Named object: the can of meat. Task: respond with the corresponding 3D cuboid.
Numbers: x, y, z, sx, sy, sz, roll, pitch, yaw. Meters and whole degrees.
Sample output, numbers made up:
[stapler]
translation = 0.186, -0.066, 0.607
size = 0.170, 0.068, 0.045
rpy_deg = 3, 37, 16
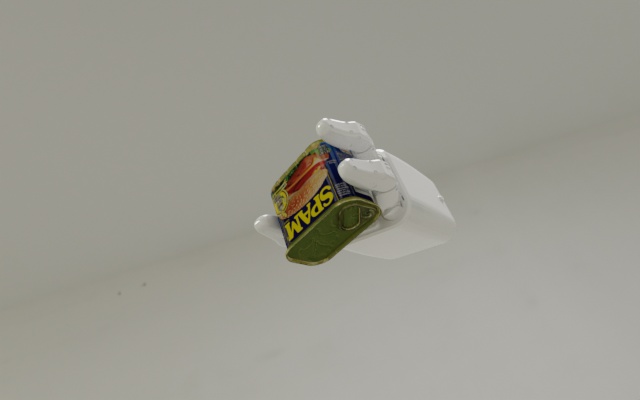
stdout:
[can of meat]
translation = 0.000, 0.001, 0.477
size = 0.057, 0.084, 0.102
rpy_deg = 17, -50, -41
